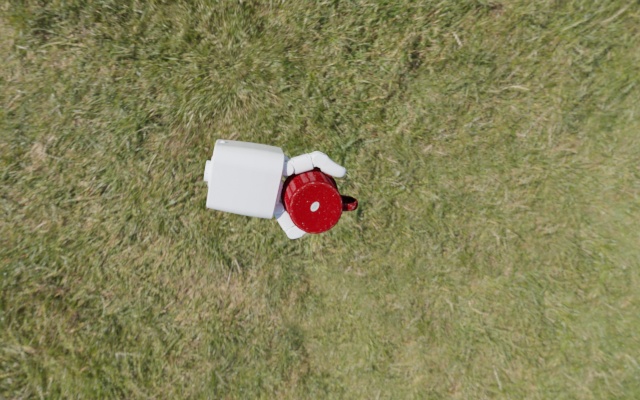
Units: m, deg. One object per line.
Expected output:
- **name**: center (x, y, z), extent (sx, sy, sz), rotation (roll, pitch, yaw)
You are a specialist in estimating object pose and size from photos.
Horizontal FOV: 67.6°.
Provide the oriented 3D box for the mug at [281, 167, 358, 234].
- **mug**: center (0.002, 0.003, 0.729), extent (0.117, 0.093, 0.081), rotation (7, 14, -10)
